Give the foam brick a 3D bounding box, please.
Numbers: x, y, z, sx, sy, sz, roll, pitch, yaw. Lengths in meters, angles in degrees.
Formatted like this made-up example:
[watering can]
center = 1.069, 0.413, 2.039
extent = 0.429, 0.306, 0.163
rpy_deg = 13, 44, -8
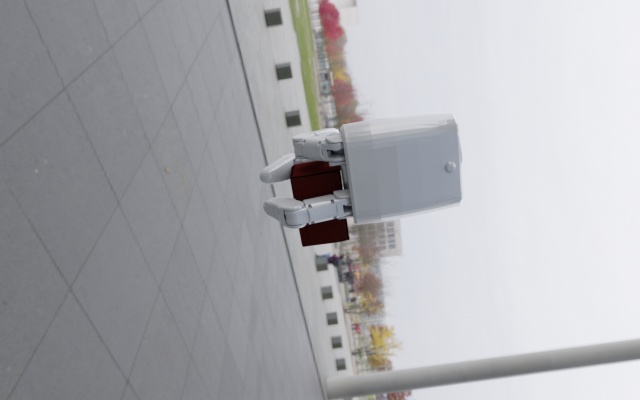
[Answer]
[foam brick]
center = 0.000, 0.002, 0.500
extent = 0.051, 0.078, 0.053
rpy_deg = -8, 20, 2
